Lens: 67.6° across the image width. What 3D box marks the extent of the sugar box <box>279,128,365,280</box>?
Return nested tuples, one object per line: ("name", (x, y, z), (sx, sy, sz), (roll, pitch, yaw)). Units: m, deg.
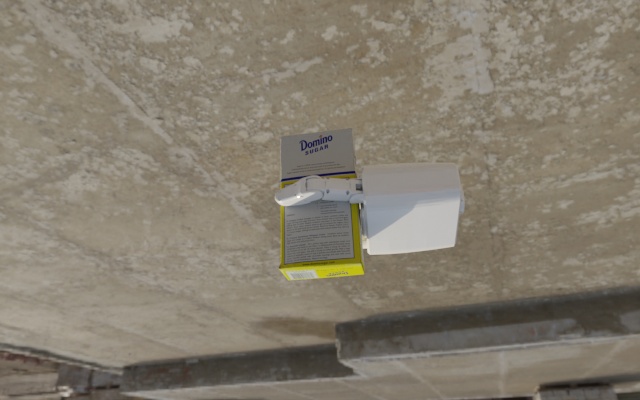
("sugar box", (0.000, 0.002, 0.570), (0.093, 0.176, 0.048), (-5, -28, 8))
